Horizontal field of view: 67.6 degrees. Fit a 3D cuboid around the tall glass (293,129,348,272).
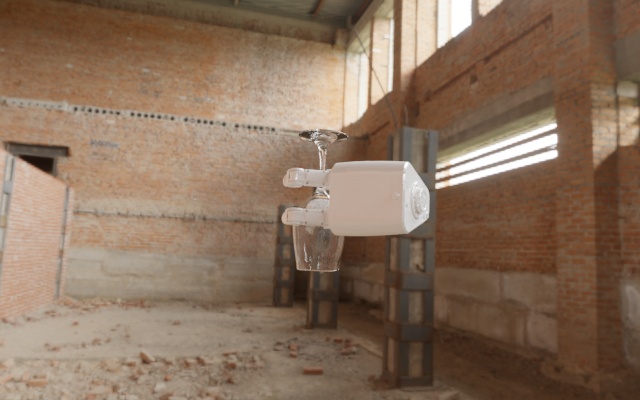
[{"bbox_3d":[0.000,0.002,0.700,0.079,0.201,0.079,3,-6,0],"label":"tall glass"}]
